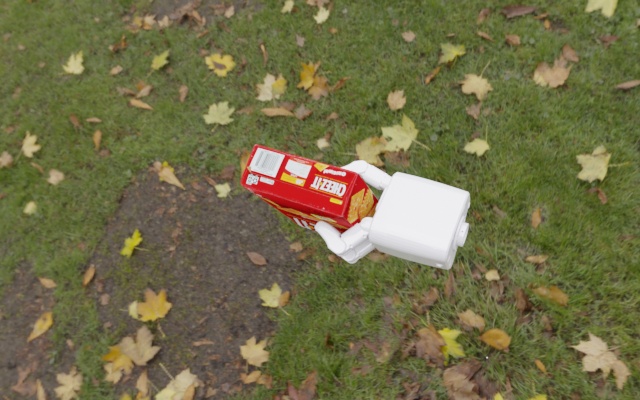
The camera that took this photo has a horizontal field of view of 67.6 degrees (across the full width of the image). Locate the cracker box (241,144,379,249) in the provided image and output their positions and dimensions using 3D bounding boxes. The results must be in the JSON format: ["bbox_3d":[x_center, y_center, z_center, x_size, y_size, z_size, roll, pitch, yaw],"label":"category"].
[{"bbox_3d":[0.000,0.002,0.727,0.164,0.072,0.214,17,-11,23],"label":"cracker box"}]
